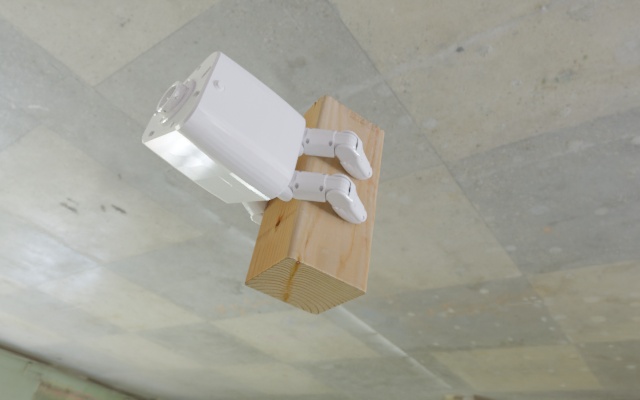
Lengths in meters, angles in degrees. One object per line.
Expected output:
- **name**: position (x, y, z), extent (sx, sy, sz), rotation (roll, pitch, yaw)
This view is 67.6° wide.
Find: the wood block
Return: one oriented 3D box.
- **wood block**: position (0.000, 0.002, 0.513), extent (0.090, 0.206, 0.091), rotation (28, -38, -22)
